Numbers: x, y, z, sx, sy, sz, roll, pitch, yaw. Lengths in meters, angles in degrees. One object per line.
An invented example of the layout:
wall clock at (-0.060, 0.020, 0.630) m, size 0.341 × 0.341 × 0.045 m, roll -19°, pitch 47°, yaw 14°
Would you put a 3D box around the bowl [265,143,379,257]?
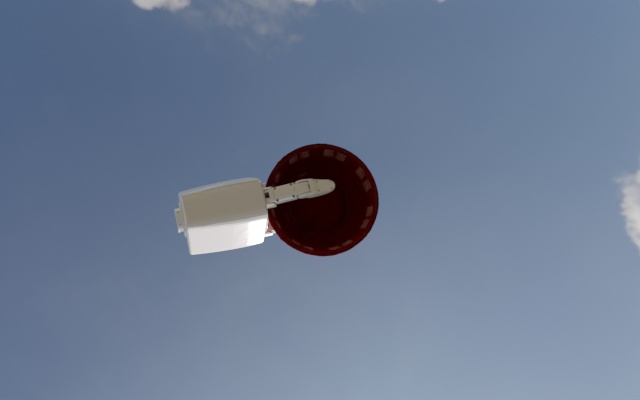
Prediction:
bowl at (0.001, 0.002, 0.693) m, size 0.162 × 0.162 × 0.055 m, roll 0°, pitch -11°, yaw -5°
